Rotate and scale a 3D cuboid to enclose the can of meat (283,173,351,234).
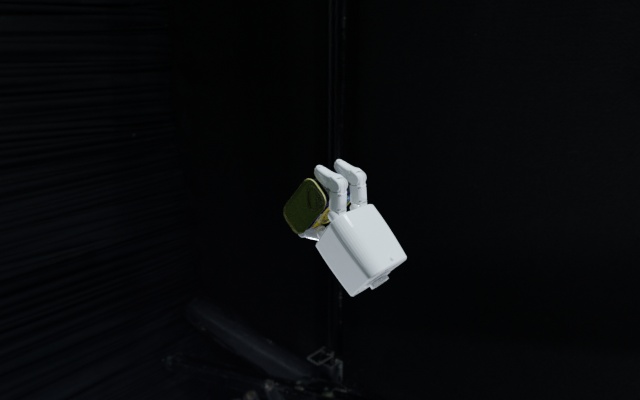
[{"bbox_3d":[0.000,0.003,0.796,0.084,0.057,0.102,-17,-25,-45],"label":"can of meat"}]
